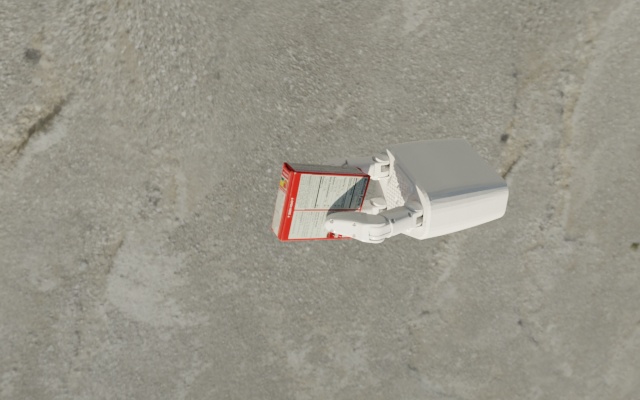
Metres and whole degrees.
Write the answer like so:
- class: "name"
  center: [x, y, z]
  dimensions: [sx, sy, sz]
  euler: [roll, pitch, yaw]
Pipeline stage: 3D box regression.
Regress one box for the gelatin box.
- class: "gelatin box"
  center: [0.000, 0.002, 0.482]
  dimensions: [0.089, 0.073, 0.030]
  euler: [0, 24, -30]
